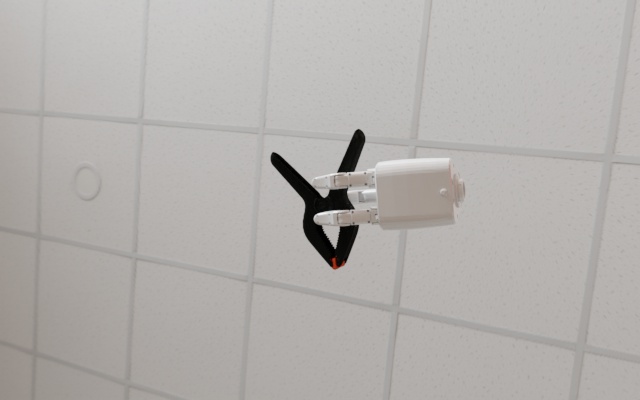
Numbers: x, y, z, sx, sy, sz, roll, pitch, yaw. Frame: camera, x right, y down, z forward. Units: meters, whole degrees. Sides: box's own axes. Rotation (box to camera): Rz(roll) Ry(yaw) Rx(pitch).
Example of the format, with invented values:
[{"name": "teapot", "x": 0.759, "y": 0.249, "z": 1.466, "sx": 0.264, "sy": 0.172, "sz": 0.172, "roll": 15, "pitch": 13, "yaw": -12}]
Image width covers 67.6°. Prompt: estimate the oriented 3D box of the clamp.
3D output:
[{"name": "clamp", "x": 0.001, "y": 0.003, "z": 0.749, "sx": 0.164, "sy": 0.210, "sz": 0.036, "roll": -4, "pitch": 2, "yaw": 27}]
